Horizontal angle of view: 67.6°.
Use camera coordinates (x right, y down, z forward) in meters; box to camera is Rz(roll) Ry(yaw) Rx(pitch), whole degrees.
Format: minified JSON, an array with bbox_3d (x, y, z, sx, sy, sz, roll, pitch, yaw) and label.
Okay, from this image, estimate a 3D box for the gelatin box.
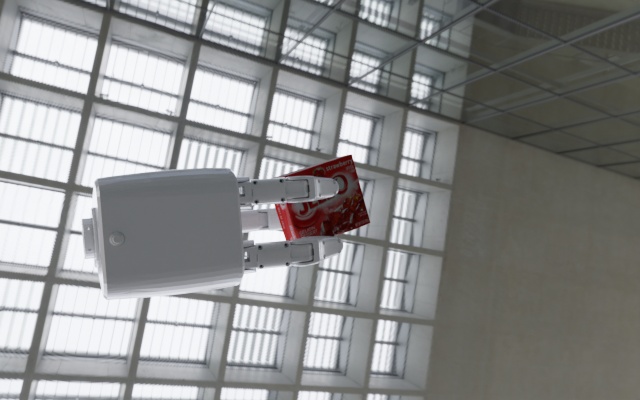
[{"bbox_3d":[0.000,0.001,0.466,0.089,0.073,0.030,-20,8,-32],"label":"gelatin box"}]
